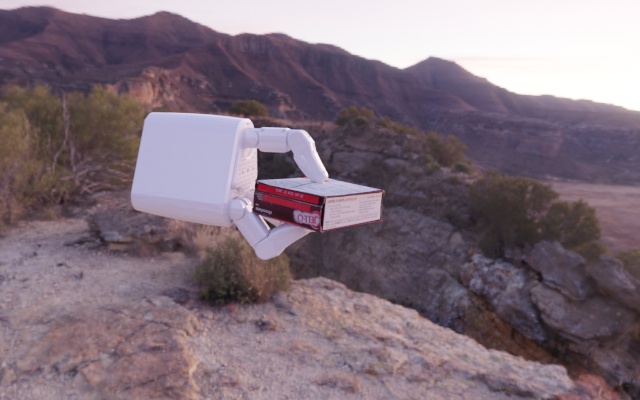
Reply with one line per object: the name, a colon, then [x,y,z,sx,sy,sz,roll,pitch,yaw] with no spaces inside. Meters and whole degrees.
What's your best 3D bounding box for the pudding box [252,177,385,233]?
pudding box: [0.000,0.001,0.494,0.090,0.039,0.113,14,14,36]
